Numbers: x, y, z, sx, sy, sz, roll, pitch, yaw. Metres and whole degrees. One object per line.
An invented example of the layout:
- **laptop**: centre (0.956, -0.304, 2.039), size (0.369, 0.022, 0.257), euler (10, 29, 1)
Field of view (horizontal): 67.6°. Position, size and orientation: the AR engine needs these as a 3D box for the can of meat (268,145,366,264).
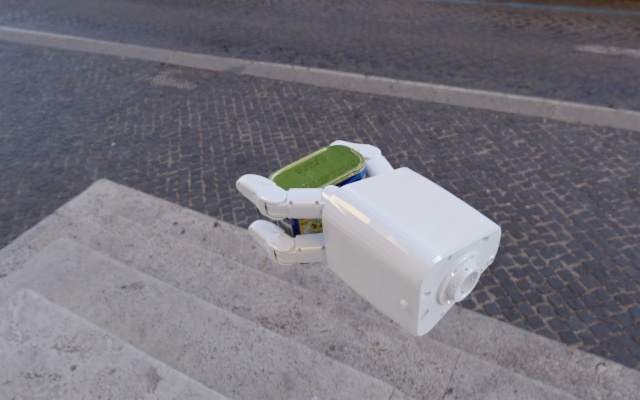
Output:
- **can of meat**: centre (0.000, 0.001, 0.480), size (0.102, 0.084, 0.057), euler (-29, 47, -23)
